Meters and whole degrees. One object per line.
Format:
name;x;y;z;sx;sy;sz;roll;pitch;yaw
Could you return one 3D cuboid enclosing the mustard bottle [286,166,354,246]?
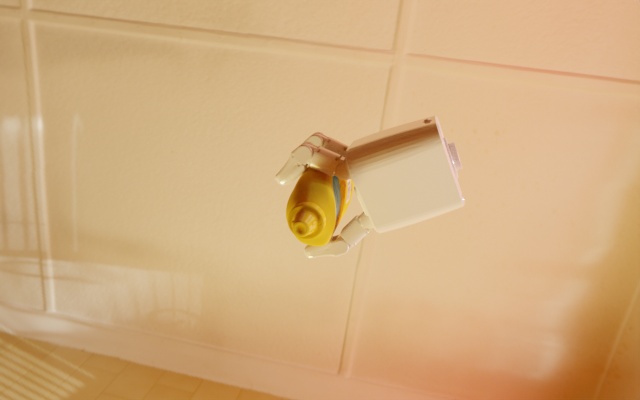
mustard bottle;0.000;0.002;0.582;0.058;0.096;0.191;7;18;10
